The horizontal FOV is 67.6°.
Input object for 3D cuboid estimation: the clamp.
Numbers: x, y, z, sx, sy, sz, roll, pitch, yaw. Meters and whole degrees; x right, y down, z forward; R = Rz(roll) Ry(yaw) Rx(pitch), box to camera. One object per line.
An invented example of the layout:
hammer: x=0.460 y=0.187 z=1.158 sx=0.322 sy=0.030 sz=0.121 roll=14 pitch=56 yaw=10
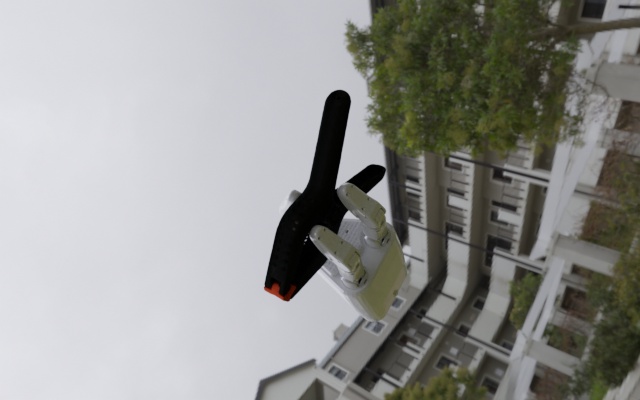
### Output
clamp: x=-0.001 y=0.002 z=0.499 sx=0.036 sy=0.210 sz=0.165 roll=20 pitch=-23 yaw=31
